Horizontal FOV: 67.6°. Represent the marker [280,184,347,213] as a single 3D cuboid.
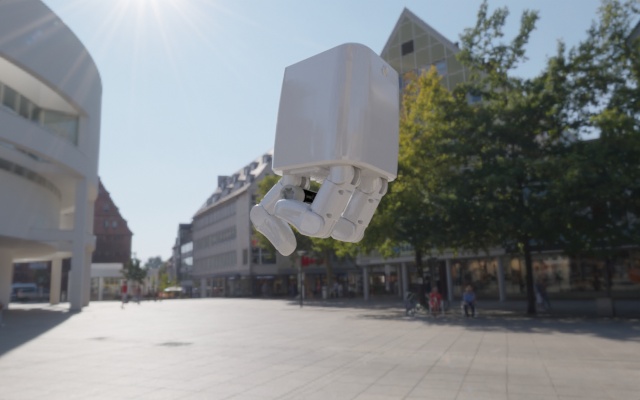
[{"bbox_3d":[0.000,0.002,0.490,0.020,0.020,0.121,0,-7,31],"label":"marker"}]
